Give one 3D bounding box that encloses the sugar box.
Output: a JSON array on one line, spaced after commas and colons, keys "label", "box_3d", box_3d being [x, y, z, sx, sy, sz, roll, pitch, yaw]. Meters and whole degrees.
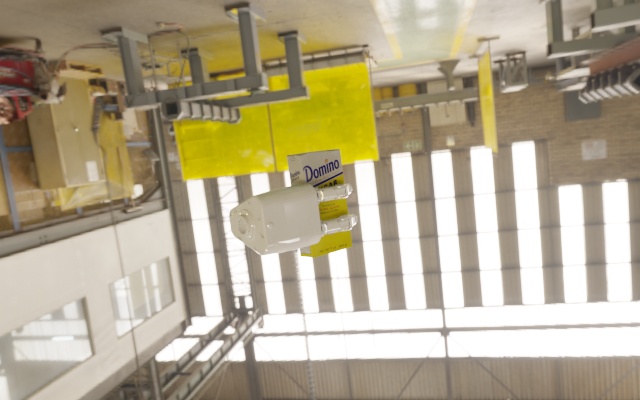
[{"label": "sugar box", "box_3d": [0.000, 0.003, 0.828, 0.093, 0.176, 0.048, -12, 9, -39]}]
